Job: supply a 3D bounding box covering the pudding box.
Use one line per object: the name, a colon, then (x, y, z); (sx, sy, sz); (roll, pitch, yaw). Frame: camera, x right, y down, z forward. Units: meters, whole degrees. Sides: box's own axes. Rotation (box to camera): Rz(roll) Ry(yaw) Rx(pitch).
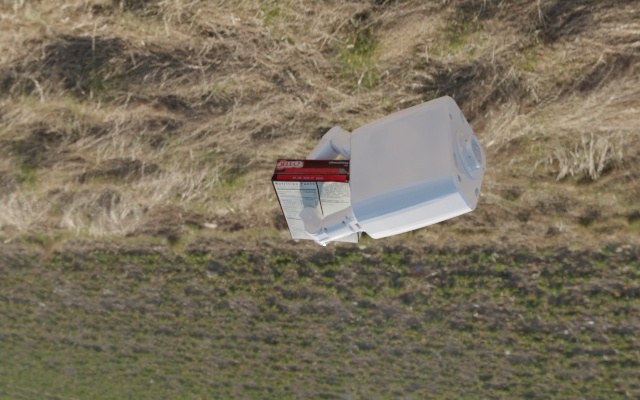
pudding box: (0.000, 0.002, 0.554); (0.090, 0.039, 0.114); (3, -42, 14)
